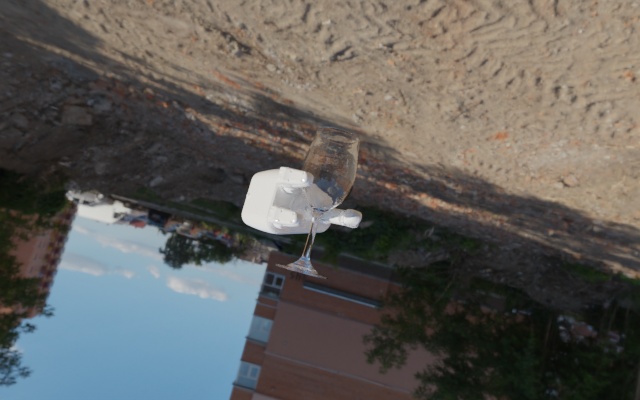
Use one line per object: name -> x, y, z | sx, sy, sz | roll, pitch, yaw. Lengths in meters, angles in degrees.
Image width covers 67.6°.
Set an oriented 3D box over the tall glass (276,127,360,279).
tall glass -> 0.000, 0.003, 0.665 | 0.079, 0.201, 0.079 | 15, -7, 2
